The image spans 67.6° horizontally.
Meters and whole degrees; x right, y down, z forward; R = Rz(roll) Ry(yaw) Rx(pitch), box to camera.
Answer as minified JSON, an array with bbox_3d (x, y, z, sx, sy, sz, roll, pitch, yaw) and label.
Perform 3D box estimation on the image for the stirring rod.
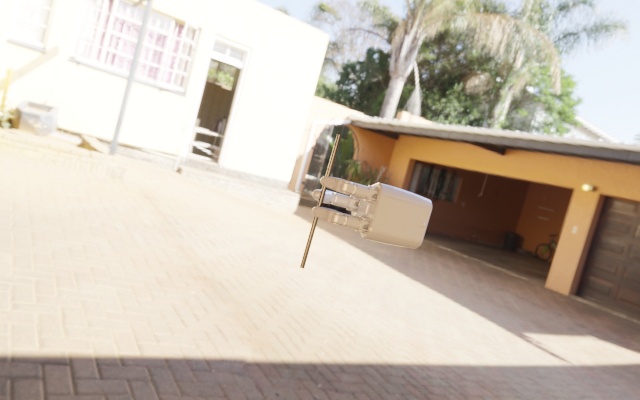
[{"bbox_3d":[0.000,0.003,0.831,0.011,0.239,0.011,16,4,-1],"label":"stirring rod"}]
